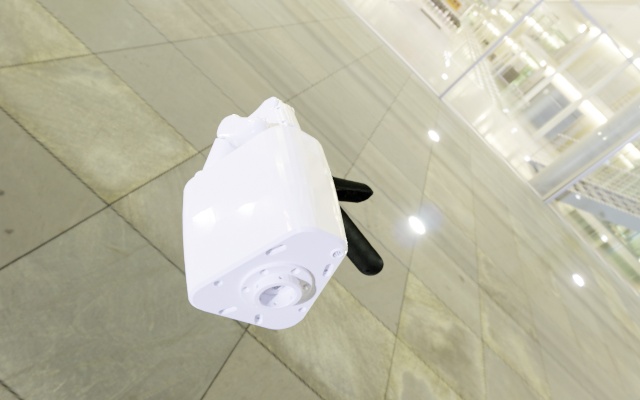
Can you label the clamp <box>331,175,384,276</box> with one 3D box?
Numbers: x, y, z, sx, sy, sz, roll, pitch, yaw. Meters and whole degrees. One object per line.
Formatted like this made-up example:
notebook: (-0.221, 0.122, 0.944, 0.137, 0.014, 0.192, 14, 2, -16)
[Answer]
clamp: (0.000, 0.001, 0.456, 0.171, 0.120, 0.039, 26, -58, -34)
